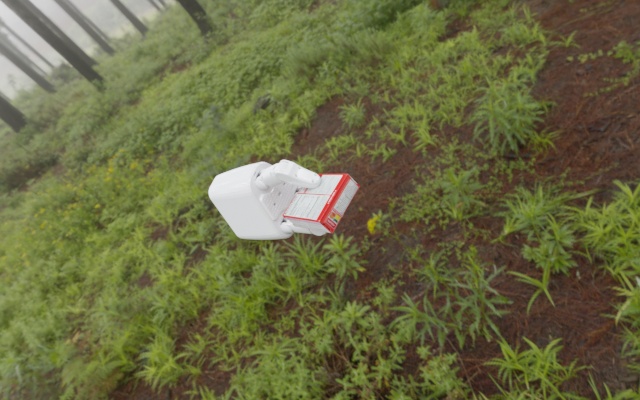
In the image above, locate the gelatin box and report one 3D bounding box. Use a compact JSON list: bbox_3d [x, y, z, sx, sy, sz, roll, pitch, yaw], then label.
[{"bbox_3d":[0.000,0.002,0.623,0.030,0.073,0.089,42,-21,-29],"label":"gelatin box"}]
